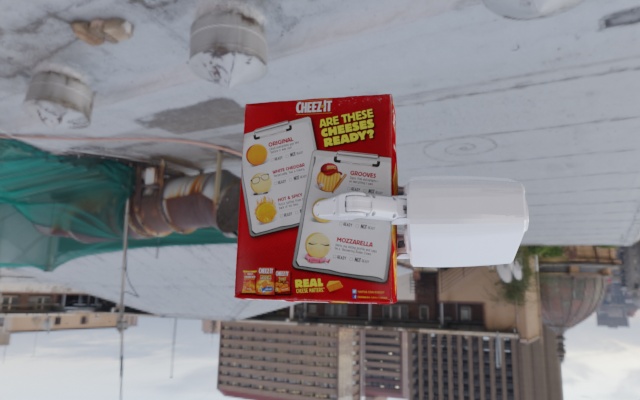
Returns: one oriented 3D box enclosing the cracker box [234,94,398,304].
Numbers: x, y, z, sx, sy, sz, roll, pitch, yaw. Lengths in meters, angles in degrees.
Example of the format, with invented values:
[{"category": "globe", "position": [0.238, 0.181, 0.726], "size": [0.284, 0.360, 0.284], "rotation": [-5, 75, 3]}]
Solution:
[{"category": "cracker box", "position": [0.000, 0.002, 0.519], "size": [0.164, 0.213, 0.072], "rotation": [-1, -12, 12]}]
